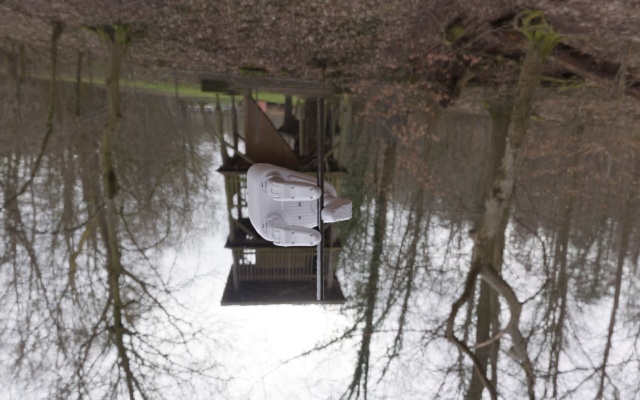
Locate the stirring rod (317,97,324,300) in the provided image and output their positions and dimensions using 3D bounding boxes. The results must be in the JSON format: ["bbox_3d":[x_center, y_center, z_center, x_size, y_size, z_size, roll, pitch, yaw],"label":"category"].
[{"bbox_3d":[0.000,0.002,0.562,0.011,0.239,0.011,0,10,0],"label":"stirring rod"}]
